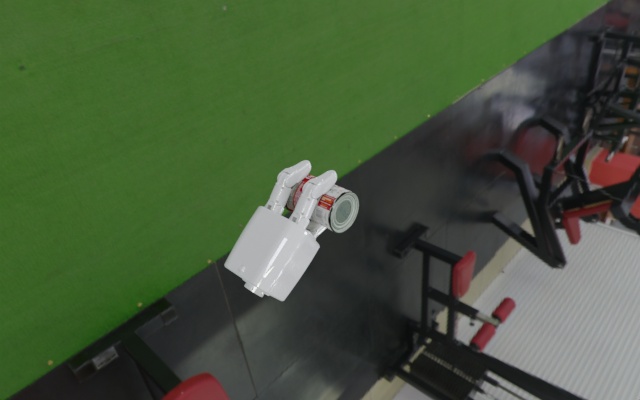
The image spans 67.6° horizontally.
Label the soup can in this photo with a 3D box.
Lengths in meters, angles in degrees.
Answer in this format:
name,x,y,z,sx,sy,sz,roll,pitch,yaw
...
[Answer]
name,x,y,z,sx,sy,sz,roll,pitch,yaw
soup can,0.001,0.002,0.743,0.102,0.068,0.068,24,15,38
